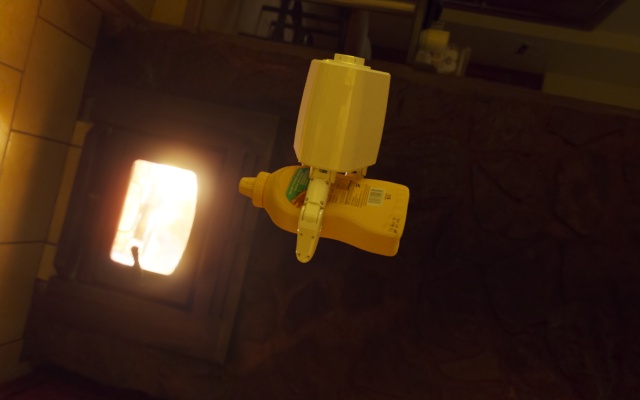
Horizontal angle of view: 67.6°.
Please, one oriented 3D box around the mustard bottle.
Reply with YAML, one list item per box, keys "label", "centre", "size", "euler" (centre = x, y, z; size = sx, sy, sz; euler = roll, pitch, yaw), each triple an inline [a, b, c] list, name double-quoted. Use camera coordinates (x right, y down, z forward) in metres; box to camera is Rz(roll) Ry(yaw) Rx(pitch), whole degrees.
- label: "mustard bottle"
  centre: [0.000, 0.002, 0.543]
  size: [0.191, 0.058, 0.096]
  euler: [13, 41, 7]
